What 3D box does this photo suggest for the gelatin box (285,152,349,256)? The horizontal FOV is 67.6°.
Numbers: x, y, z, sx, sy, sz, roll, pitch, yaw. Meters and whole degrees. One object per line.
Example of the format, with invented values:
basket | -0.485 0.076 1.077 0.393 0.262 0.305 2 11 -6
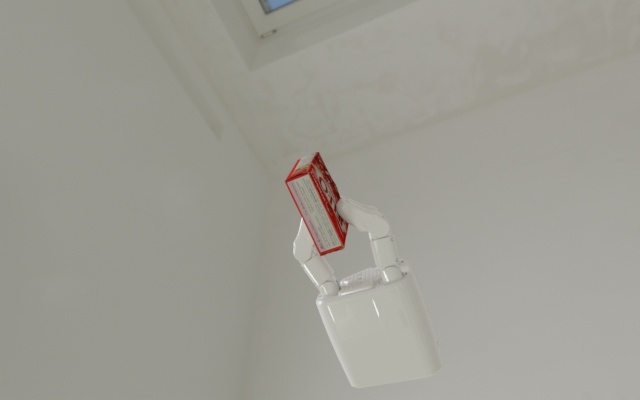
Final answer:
gelatin box | 0.000 0.001 0.496 0.030 0.089 0.073 -21 16 15
